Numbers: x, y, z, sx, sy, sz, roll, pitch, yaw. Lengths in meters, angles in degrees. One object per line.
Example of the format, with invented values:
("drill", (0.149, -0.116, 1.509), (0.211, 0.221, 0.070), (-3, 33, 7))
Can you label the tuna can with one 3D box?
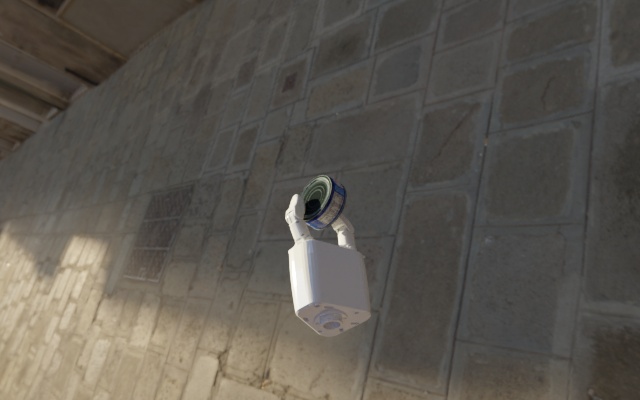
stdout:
("tuna can", (0.000, 0.002, 0.772), (0.034, 0.086, 0.086), (32, -19, -33))
